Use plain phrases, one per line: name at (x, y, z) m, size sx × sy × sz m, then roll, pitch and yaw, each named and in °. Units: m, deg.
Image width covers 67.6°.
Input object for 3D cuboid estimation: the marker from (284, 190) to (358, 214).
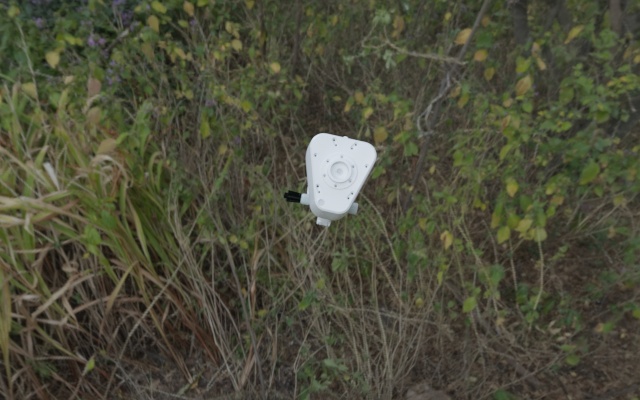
marker at (0.000, 0.003, 0.777) m, size 0.121 × 0.020 × 0.020 m, roll 11°, pitch 0°, yaw -2°
